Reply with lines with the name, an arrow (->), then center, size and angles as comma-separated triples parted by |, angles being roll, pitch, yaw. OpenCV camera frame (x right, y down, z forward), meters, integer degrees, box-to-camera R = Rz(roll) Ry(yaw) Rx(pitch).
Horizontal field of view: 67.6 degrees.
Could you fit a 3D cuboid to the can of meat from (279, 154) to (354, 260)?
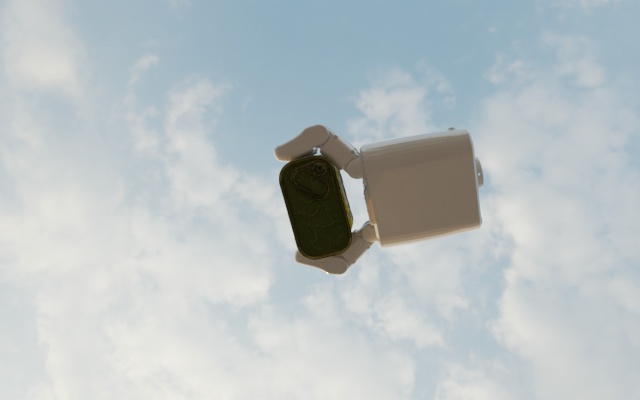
can of meat -> 0.000, 0.002, 0.509 | 0.057, 0.102, 0.084 | -14, 7, 9
